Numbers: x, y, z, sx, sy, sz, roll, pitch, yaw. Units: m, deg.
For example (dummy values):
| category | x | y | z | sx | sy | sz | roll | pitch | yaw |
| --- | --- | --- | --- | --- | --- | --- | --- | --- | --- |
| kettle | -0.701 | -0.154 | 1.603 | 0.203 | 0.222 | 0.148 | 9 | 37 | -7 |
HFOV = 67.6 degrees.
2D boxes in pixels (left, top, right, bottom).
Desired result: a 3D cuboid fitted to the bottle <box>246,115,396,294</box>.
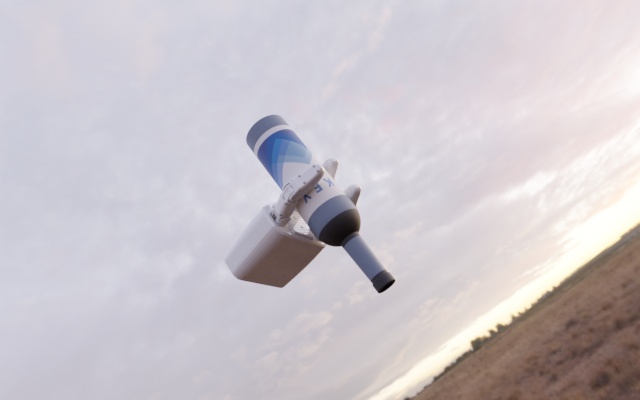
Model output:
| category | x | y | z | sx | sy | sz | roll | pitch | yaw |
| --- | --- | --- | --- | --- | --- | --- | --- | --- | --- |
| bottle | 0.000 | 0.002 | 0.653 | 0.069 | 0.295 | 0.069 | -30 | -26 | -16 |
